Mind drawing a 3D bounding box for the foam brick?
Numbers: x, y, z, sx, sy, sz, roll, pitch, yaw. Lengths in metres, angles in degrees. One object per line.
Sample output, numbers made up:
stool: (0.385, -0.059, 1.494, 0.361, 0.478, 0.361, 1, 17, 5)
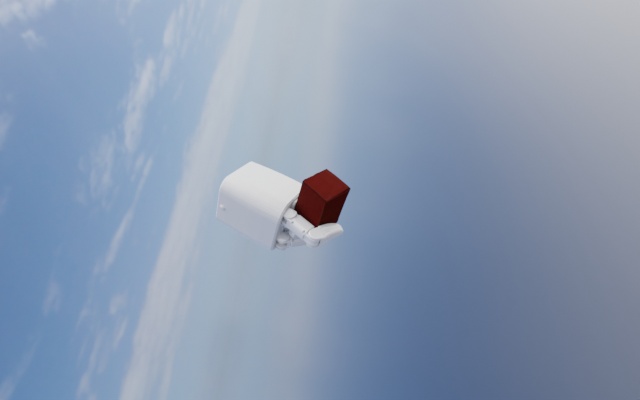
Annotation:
foam brick: (0.000, 0.002, 0.709, 0.053, 0.078, 0.051, -28, 61, -38)
